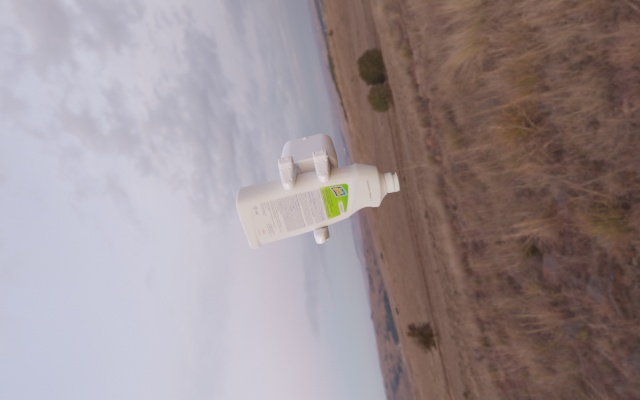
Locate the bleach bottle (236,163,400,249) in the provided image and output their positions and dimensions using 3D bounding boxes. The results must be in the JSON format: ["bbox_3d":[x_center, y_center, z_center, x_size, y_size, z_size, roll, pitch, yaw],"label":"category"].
[{"bbox_3d":[0.000,0.002,0.760,0.251,0.103,0.068,-12,31,5],"label":"bleach bottle"}]
